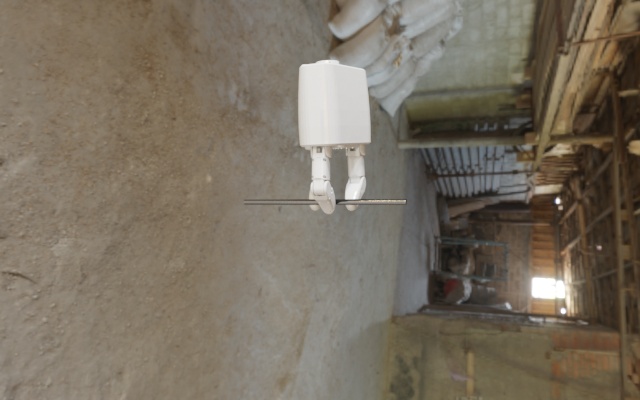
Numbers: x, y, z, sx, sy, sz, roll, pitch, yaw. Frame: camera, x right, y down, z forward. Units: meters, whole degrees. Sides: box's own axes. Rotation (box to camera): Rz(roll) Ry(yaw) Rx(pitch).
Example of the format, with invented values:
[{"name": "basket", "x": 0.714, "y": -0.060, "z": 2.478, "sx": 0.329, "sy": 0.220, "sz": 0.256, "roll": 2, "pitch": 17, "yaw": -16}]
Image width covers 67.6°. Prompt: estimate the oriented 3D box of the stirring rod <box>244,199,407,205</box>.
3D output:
[{"name": "stirring rod", "x": 0.000, "y": 0.002, "z": 0.672, "sx": 0.239, "sy": 0.011, "sz": 0.011, "roll": 0, "pitch": 0, "yaw": 20}]
